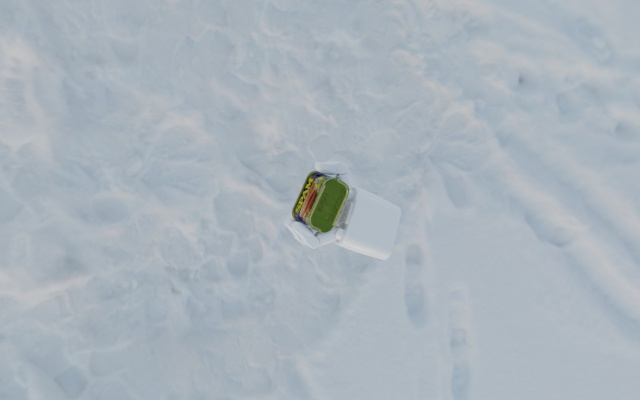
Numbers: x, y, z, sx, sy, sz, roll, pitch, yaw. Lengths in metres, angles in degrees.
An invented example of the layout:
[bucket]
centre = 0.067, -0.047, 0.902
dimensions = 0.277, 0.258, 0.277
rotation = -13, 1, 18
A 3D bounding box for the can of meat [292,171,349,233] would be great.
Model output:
[can of meat]
centre = 0.000, 0.003, 0.851
dimensions = 0.057, 0.102, 0.084
rotation = 24, 0, -23
